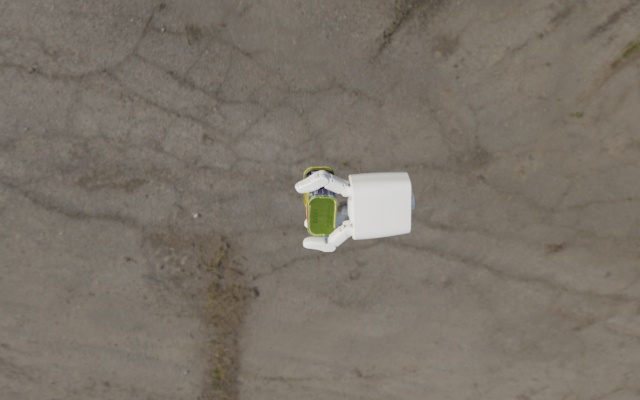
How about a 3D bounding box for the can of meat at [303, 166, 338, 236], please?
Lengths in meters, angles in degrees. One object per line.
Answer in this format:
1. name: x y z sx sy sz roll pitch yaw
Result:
1. can of meat: 0.000 0.003 0.872 0.057 0.102 0.083 -2 41 -4
